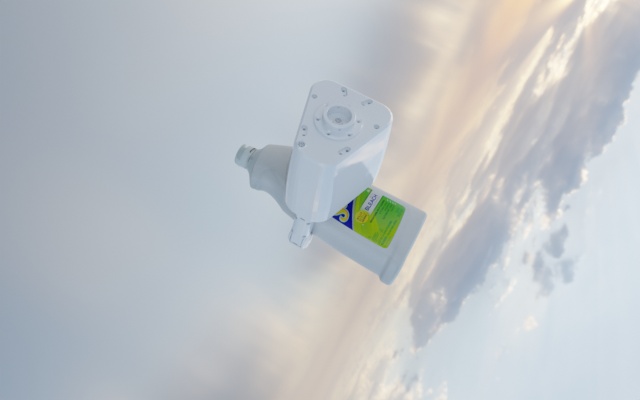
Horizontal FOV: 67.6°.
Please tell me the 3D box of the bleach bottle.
[{"bbox_3d":[0.000,0.002,0.603,0.251,0.102,0.068,28,-30,10],"label":"bleach bottle"}]
